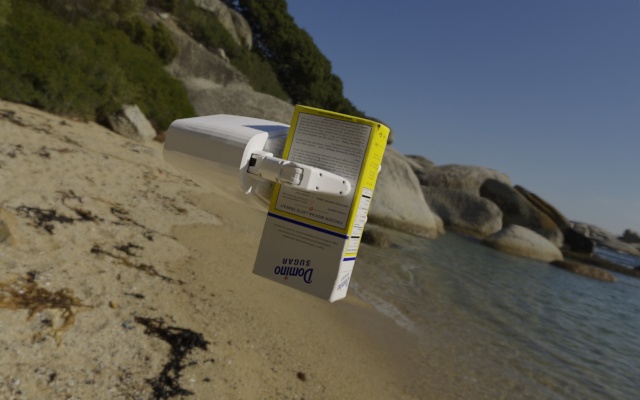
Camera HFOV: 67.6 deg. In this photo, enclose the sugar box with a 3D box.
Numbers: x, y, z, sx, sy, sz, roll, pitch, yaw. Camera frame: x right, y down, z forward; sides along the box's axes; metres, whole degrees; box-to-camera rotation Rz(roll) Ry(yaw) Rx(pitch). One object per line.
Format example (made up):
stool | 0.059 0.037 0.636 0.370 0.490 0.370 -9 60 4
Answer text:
sugar box | 0.000 0.001 0.477 0.093 0.176 0.048 16 5 23
